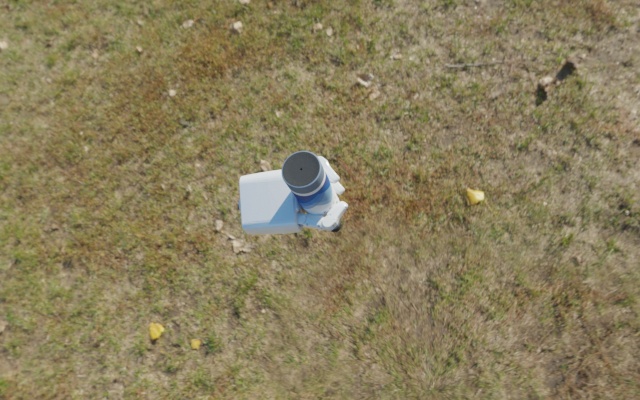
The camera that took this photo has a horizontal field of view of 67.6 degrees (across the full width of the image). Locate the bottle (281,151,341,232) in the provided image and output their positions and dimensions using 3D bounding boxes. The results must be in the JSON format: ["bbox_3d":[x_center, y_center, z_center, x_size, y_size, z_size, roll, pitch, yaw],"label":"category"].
[{"bbox_3d":[0.000,0.003,0.898,0.069,0.069,0.296,0,-21,13],"label":"bottle"}]
